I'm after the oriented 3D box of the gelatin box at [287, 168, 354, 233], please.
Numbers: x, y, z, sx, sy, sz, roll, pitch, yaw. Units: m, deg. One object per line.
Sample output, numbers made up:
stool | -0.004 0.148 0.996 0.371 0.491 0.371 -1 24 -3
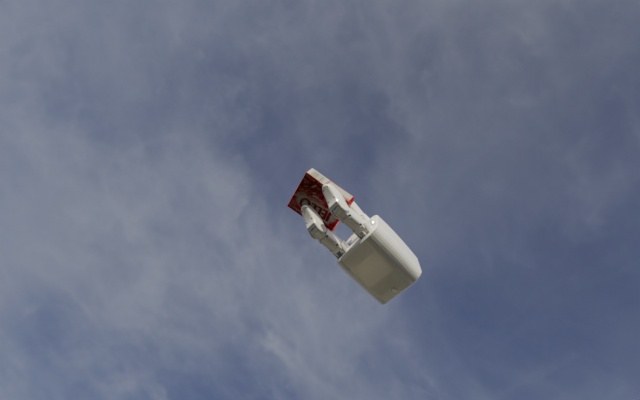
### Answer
gelatin box | 0.000 0.002 0.786 0.089 0.073 0.030 35 28 8
